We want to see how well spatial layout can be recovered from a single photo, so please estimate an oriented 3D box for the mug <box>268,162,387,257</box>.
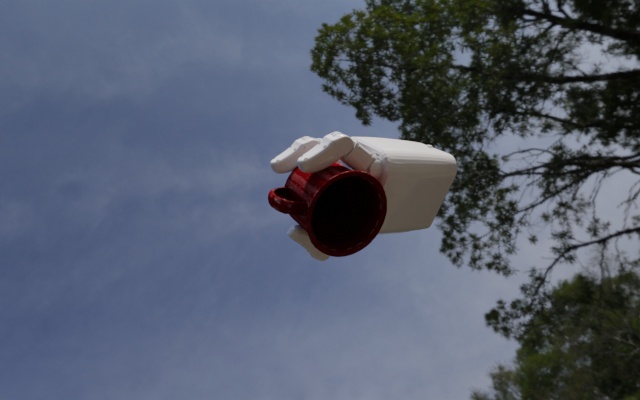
[{"bbox_3d":[-0.001,0.002,0.507,0.117,0.093,0.081,-1,20,-28],"label":"mug"}]
